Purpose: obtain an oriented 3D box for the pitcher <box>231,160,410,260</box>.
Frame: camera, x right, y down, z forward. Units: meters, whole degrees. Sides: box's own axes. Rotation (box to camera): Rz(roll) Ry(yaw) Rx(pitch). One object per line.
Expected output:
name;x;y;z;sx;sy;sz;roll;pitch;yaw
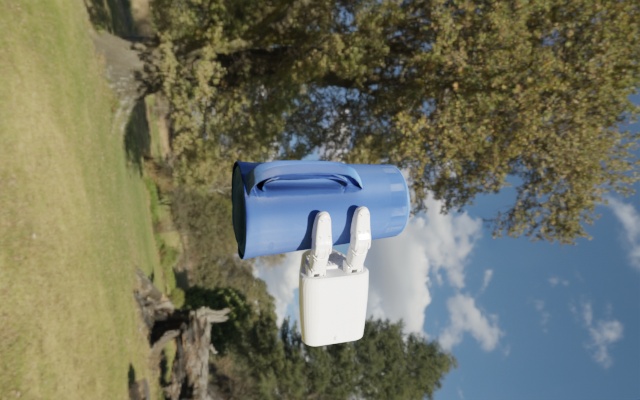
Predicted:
pitcher;0.000;0.002;0.668;0.243;0.145;0.149;-4;16;-17
